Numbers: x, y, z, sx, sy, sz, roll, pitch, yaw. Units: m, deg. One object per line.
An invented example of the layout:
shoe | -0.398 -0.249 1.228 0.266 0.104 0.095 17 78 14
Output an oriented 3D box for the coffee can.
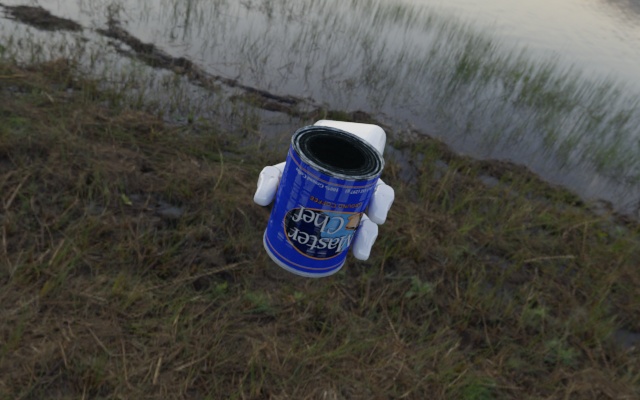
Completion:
coffee can | 0.000 0.002 0.539 0.103 0.140 0.102 13 35 -9
